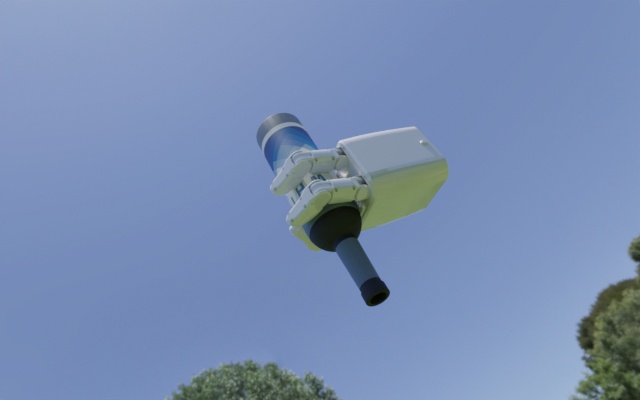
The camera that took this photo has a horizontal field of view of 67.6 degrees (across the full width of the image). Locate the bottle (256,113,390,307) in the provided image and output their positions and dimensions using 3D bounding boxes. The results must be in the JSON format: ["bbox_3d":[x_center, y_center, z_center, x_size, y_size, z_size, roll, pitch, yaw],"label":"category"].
[{"bbox_3d":[0.000,0.002,0.574,0.069,0.069,0.295,0,41,-32],"label":"bottle"}]
